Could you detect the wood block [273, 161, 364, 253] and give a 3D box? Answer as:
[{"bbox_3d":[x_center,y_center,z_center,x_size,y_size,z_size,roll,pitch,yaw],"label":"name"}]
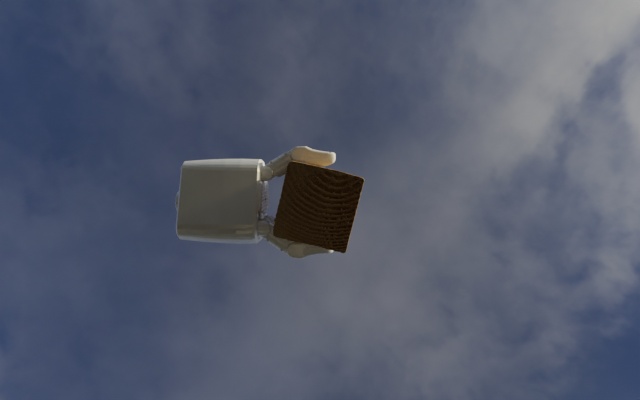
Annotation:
[{"bbox_3d":[0.000,0.002,0.639,0.090,0.091,0.206,13,4,1],"label":"wood block"}]
